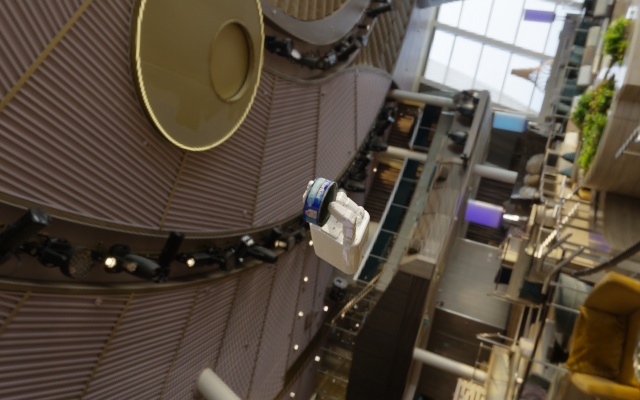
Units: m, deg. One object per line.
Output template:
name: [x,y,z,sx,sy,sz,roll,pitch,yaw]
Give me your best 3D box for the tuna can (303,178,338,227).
tuna can: [0.000,0.003,0.862,0.034,0.086,0.086,18,5,16]
